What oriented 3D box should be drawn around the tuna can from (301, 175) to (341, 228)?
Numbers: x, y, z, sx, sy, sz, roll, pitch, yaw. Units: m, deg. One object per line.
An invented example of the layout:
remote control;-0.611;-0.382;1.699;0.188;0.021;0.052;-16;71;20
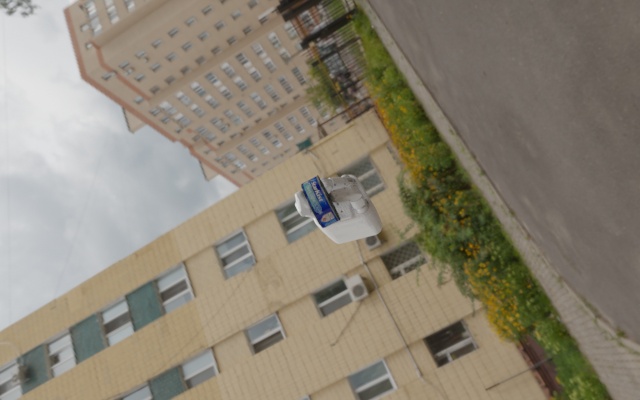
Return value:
tuna can;0.000;0.003;0.804;0.034;0.086;0.086;-27;-2;4
